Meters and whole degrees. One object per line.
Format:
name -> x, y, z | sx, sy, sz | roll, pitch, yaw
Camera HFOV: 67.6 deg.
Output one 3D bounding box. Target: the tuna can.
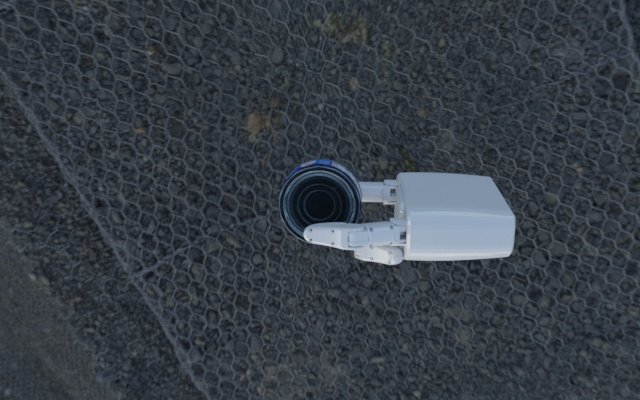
tuna can -> 0.000, 0.002, 0.493 | 0.086, 0.086, 0.033 | 0, 15, 5
